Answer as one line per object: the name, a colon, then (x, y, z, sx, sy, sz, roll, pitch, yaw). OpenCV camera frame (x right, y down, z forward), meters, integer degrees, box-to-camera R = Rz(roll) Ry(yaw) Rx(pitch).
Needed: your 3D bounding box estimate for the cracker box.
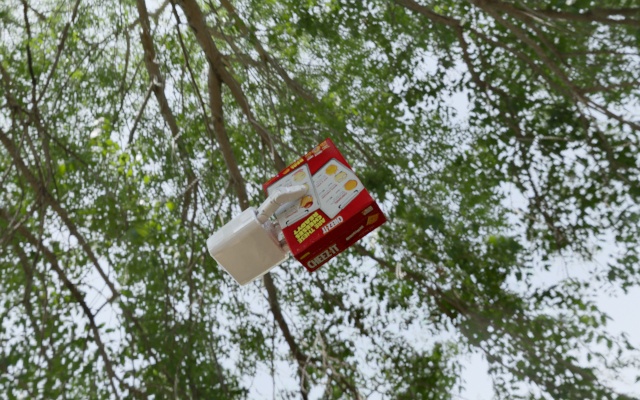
cracker box: (0.000, 0.003, 0.871, 0.164, 0.213, 0.072, -35, -48, 5)
